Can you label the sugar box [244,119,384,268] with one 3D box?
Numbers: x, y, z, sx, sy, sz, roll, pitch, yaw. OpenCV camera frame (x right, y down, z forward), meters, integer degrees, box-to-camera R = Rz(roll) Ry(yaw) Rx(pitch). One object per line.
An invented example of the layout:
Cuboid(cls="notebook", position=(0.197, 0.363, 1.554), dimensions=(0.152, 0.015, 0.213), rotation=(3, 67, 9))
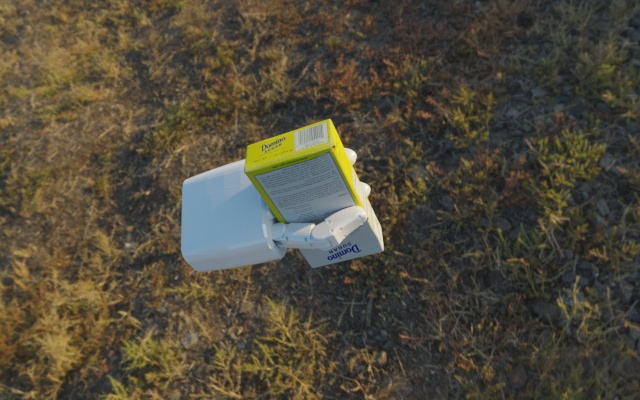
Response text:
Cuboid(cls="sugar box", position=(0.000, 0.001, 0.516), dimensions=(0.093, 0.048, 0.176), rotation=(-15, -42, 14))
